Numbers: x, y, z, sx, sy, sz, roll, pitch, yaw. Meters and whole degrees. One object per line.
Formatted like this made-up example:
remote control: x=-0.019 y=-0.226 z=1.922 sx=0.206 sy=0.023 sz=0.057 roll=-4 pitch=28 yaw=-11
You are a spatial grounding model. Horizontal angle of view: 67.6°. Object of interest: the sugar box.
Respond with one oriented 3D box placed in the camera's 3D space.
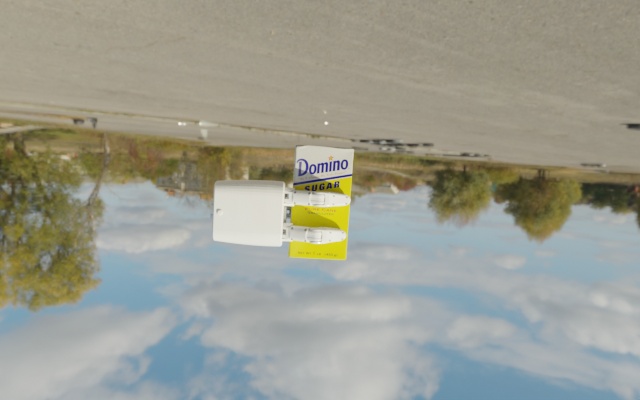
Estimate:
sugar box: x=0.000 y=0.003 z=0.756 sx=0.093 sy=0.176 sz=0.048 roll=3 pitch=4 yaw=-5
